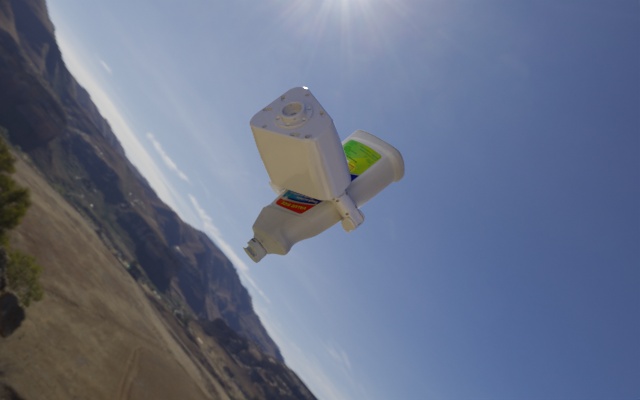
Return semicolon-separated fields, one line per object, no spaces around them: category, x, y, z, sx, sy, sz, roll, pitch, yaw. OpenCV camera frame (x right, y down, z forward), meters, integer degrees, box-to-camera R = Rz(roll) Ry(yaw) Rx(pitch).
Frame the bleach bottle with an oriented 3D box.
bleach bottle;0.000;0.002;0.685;0.250;0.068;0.102;-40;52;-18
